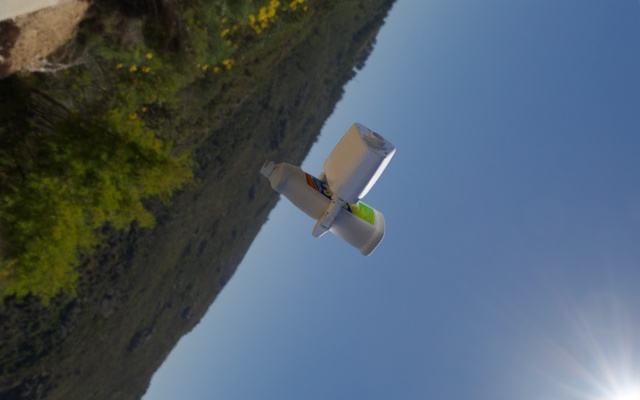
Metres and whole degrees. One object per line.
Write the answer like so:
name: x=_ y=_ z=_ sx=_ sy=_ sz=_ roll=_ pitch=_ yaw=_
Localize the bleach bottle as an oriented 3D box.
bleach bottle: x=0.000 y=0.003 z=0.897 sx=0.251 sy=0.068 sz=0.102 roll=31 pitch=26 yaw=-9
